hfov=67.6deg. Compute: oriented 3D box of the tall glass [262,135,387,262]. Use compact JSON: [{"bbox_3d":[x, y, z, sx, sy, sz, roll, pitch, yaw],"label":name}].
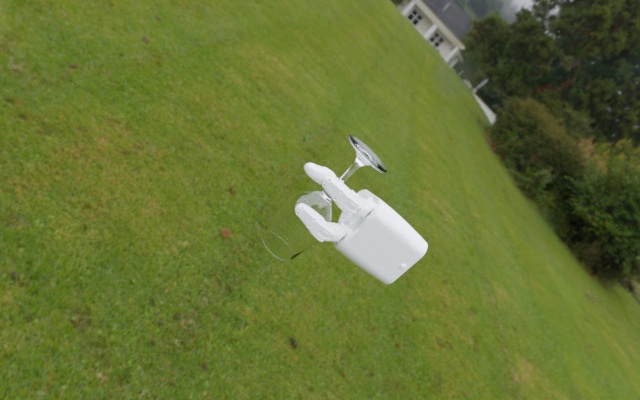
[{"bbox_3d":[0.000,0.002,0.695,0.201,0.079,0.079,-45,-18,19],"label":"tall glass"}]
